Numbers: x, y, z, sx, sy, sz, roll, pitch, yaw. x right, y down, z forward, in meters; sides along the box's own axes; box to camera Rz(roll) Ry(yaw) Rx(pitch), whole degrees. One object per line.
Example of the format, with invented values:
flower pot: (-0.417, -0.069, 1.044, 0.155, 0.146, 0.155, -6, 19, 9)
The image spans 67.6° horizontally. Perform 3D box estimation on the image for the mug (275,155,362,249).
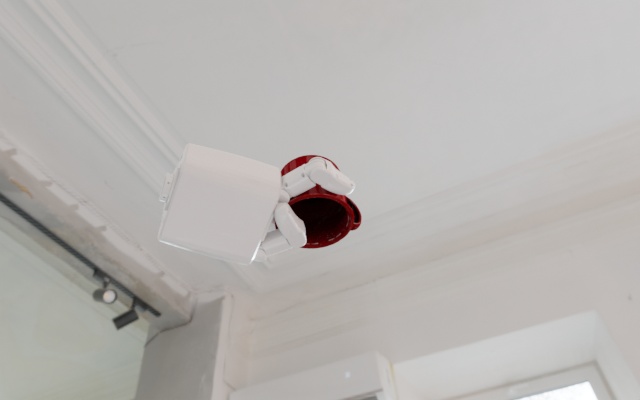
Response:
mug: (0.001, 0.002, 0.589, 0.117, 0.081, 0.093, 18, -51, -23)
